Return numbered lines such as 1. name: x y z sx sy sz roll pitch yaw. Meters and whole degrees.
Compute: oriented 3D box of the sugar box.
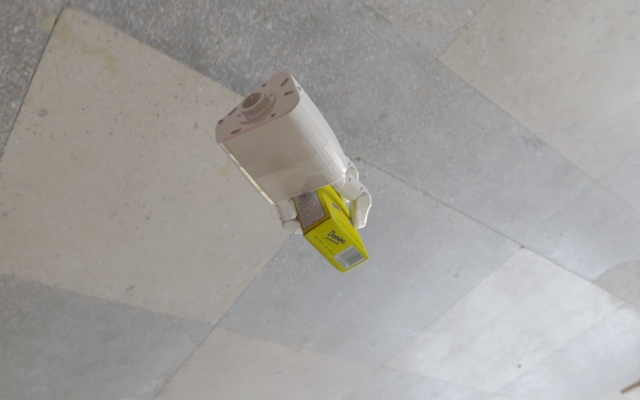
1. sugar box: 0.001 0.002 0.615 0.048 0.176 0.093 -32 -50 12
